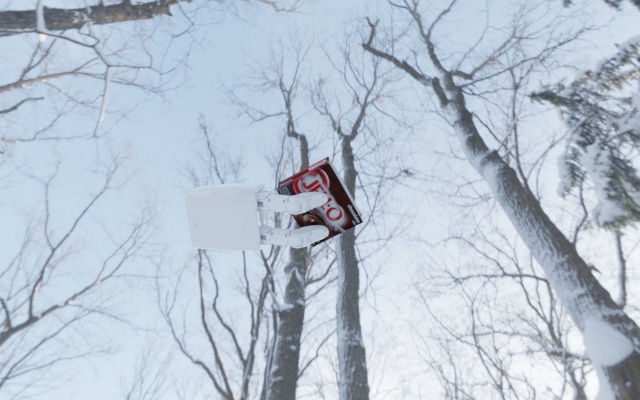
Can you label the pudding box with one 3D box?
[{"bbox_3d":[0.000,0.002,0.727,0.090,0.113,0.039,-27,20,13],"label":"pudding box"}]
